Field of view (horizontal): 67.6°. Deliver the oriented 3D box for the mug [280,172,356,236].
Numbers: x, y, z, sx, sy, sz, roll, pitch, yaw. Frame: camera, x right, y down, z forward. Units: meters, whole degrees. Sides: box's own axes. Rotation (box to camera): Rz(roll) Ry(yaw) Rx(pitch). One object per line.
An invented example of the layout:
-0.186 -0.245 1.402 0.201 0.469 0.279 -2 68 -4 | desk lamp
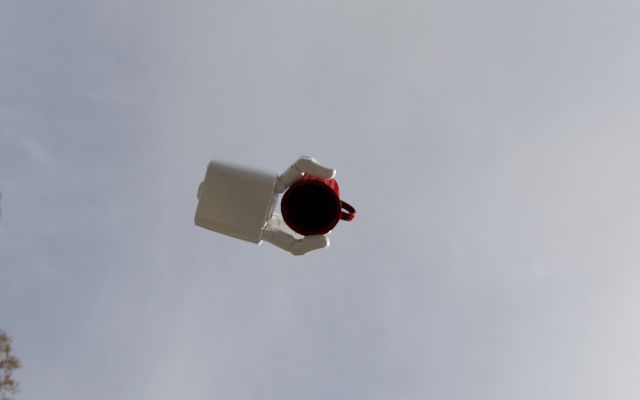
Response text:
0.002 0.003 0.755 0.117 0.093 0.081 16 21 -1 | mug
